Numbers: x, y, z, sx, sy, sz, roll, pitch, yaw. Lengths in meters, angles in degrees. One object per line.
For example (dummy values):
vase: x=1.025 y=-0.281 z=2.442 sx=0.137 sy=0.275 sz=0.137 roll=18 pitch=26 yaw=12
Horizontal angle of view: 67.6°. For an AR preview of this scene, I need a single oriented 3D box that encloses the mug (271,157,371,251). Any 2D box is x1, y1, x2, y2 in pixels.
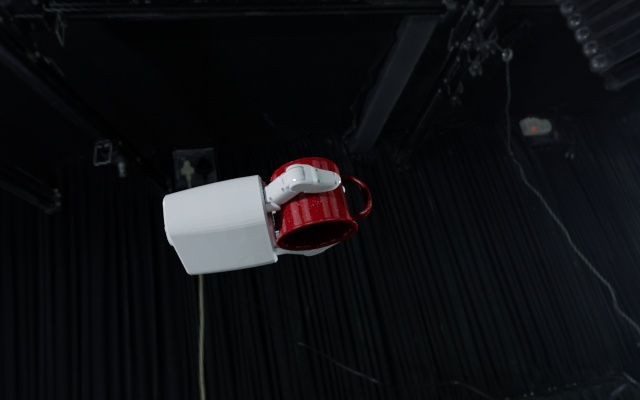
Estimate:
mug: x=0.001 y=0.001 z=0.548 sx=0.117 sy=0.081 sz=0.093 roll=-11 pitch=-22 yaw=-6
